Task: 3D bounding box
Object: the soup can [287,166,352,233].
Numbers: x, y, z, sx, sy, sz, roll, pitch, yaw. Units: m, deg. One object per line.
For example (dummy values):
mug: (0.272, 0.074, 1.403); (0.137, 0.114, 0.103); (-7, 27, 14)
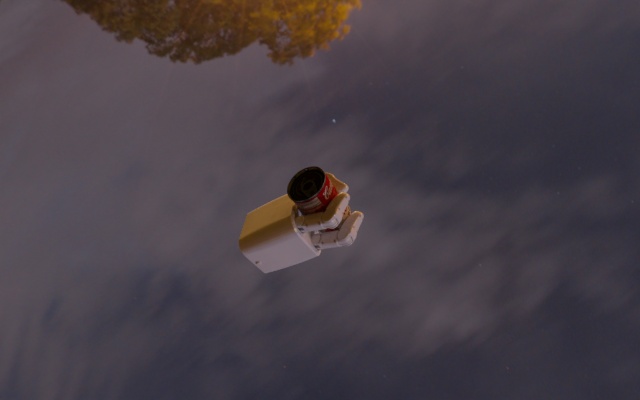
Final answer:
soup can: (0.001, 0.002, 0.775); (0.068, 0.068, 0.102); (0, -35, 34)
